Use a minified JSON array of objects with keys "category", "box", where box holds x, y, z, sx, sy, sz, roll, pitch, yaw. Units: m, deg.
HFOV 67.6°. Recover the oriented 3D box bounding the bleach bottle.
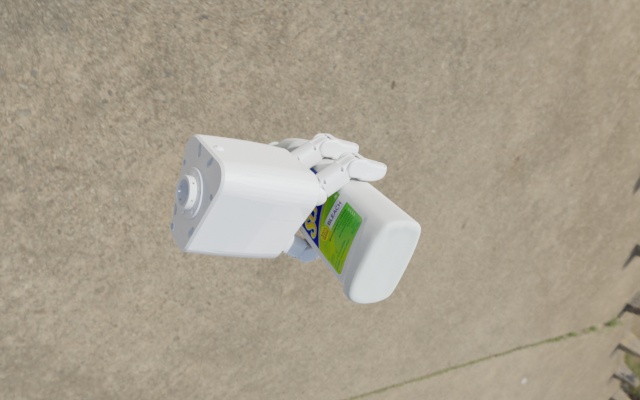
[{"category":"bleach bottle","box":[0.000,0.002,0.553,0.068,0.102,0.250,6,25,-40]}]
